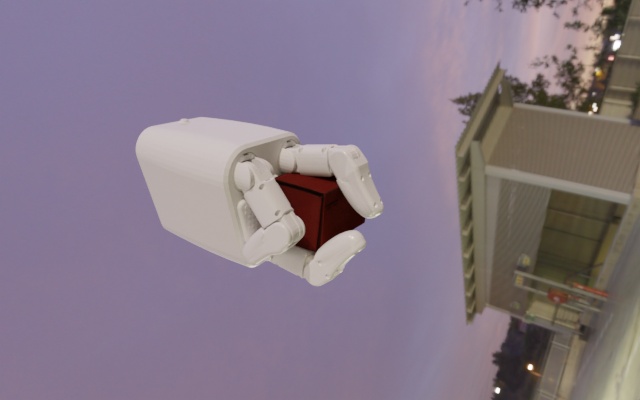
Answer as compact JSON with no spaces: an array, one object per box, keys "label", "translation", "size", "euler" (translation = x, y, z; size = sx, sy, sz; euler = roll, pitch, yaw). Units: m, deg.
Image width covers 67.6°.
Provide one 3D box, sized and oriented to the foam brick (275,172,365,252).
[{"label":"foam brick","translation":[0.000,0.001,0.404],"size":[0.051,0.053,0.078],"euler":[16,24,29]}]
